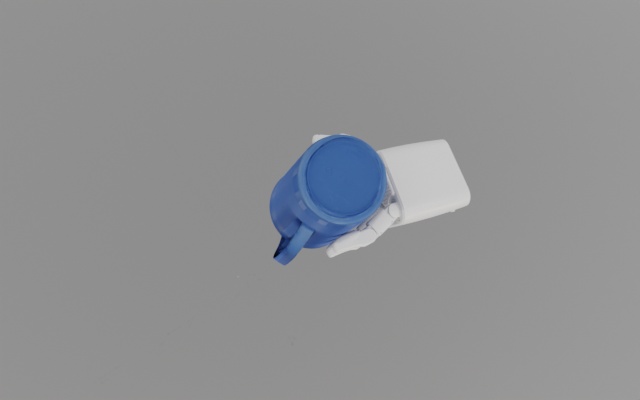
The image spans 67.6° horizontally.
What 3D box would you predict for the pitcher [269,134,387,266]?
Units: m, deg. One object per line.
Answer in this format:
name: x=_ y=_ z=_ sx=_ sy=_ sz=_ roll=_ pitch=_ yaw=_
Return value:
pitcher: x=0.000 y=0.002 z=0.659 sx=0.145 sy=0.149 sz=0.243 roll=-11 pitch=-7 yaw=-12
